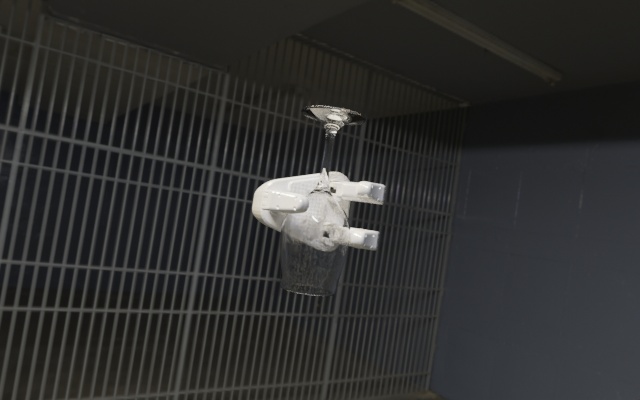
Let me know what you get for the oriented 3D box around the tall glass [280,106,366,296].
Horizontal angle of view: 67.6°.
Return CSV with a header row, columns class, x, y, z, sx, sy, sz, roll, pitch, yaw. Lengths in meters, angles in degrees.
class,x,y,z,sx,sy,sz,roll,pitch,yaw
tall glass,0.000,0.001,0.536,0.079,0.201,0.079,8,-3,0
